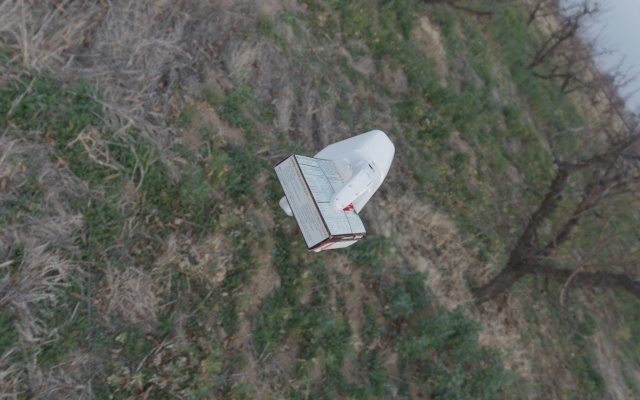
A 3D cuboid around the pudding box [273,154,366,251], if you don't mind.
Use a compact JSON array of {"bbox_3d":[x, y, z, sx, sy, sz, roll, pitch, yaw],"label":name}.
[{"bbox_3d":[0.000,0.002,0.576,0.039,0.113,0.090,-35,-19,27],"label":"pudding box"}]
